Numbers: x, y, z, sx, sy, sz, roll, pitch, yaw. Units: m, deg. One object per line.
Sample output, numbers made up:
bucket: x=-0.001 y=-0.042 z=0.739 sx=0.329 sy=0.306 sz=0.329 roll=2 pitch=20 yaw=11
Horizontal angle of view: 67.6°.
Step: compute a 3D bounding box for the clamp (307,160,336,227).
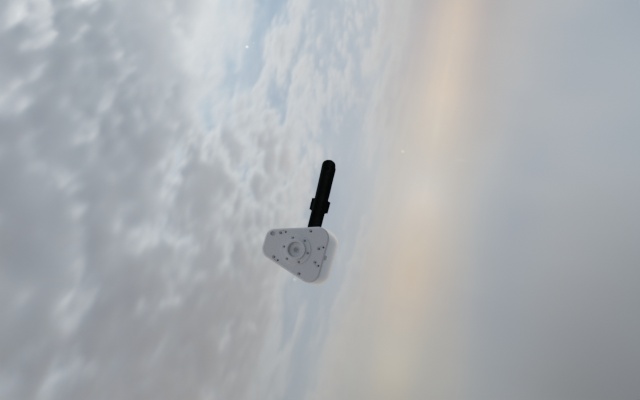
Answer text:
clamp: x=0.000 y=0.003 z=0.887 sx=0.039 sy=0.171 sz=0.120 roll=11 pitch=-8 yaw=7
